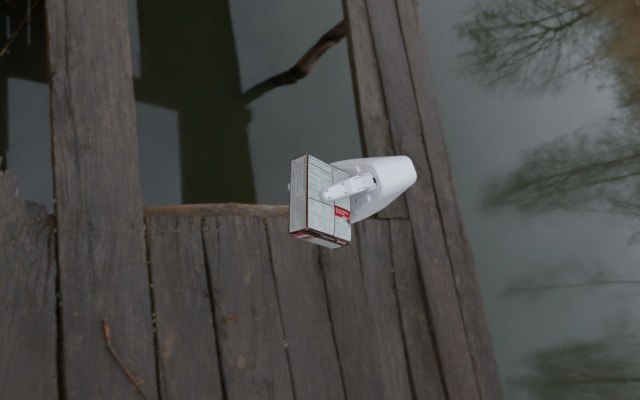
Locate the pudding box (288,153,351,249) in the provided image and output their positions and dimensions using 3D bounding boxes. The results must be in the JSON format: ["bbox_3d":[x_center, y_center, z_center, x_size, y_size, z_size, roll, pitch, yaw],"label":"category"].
[{"bbox_3d":[0.000,0.002,0.659,0.039,0.113,0.090,-22,-31,40],"label":"pudding box"}]
